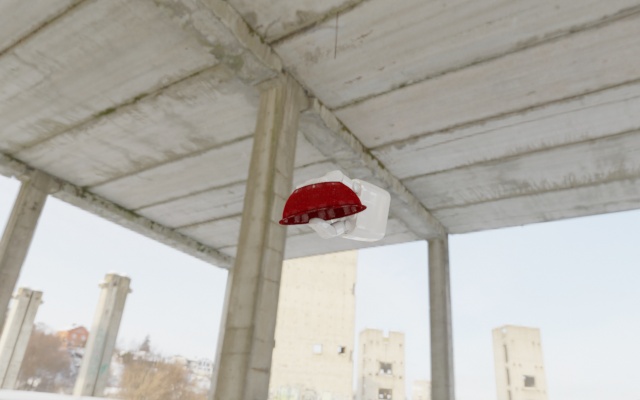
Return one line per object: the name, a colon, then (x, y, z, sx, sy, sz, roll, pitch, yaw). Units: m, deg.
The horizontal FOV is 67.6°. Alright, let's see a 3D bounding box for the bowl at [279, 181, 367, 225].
bowl: (-0.001, 0.002, 0.862, 0.162, 0.055, 0.162, -10, -9, -2)
